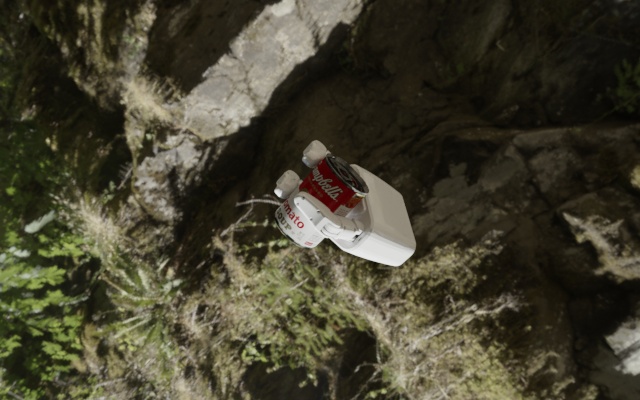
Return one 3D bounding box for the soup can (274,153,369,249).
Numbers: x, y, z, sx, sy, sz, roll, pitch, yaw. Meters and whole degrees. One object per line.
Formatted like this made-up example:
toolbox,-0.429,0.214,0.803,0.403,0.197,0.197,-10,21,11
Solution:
soup can,0.000,0.002,0.582,0.102,0.068,0.068,-46,-20,20
